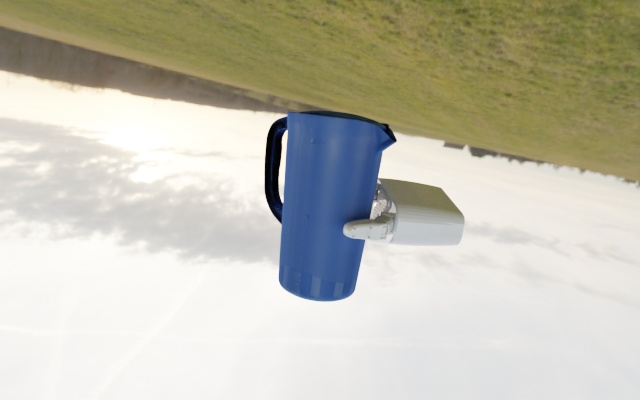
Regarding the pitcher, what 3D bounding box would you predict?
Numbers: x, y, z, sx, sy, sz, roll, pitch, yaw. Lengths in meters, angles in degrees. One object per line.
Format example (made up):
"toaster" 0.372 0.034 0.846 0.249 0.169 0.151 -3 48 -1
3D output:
"pitcher" 0.000 0.002 0.643 0.145 0.243 0.149 5 10 -16
